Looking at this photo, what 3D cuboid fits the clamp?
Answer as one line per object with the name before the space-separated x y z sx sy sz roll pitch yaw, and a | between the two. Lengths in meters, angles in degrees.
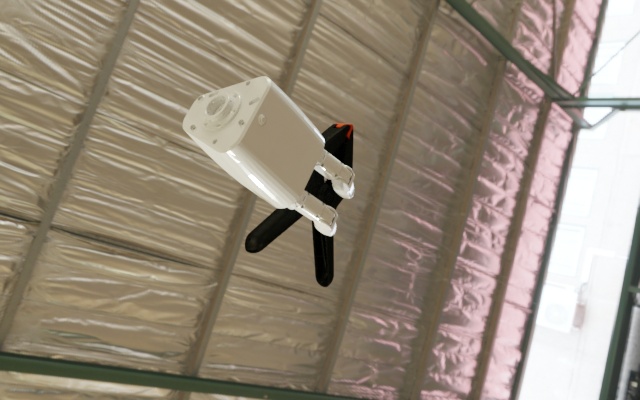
clamp | 0.000 0.001 0.605 0.036 0.210 0.165 11 -23 37
